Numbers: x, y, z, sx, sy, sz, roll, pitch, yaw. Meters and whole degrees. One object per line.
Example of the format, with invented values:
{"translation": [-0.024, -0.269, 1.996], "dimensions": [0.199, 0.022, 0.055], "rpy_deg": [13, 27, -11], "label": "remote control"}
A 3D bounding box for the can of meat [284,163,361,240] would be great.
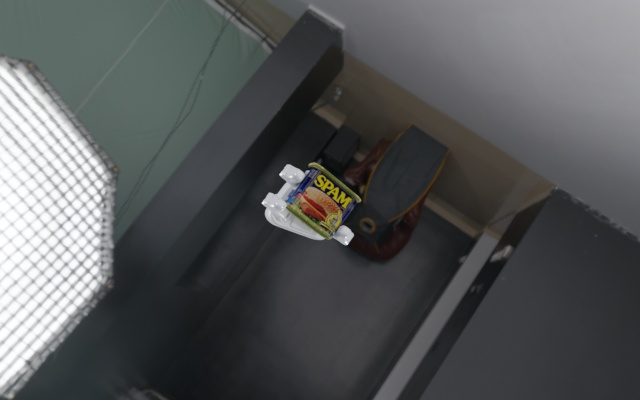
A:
{"translation": [0.000, 0.003, 0.780], "dimensions": [0.102, 0.084, 0.057], "rpy_deg": [39, -10, -15], "label": "can of meat"}
